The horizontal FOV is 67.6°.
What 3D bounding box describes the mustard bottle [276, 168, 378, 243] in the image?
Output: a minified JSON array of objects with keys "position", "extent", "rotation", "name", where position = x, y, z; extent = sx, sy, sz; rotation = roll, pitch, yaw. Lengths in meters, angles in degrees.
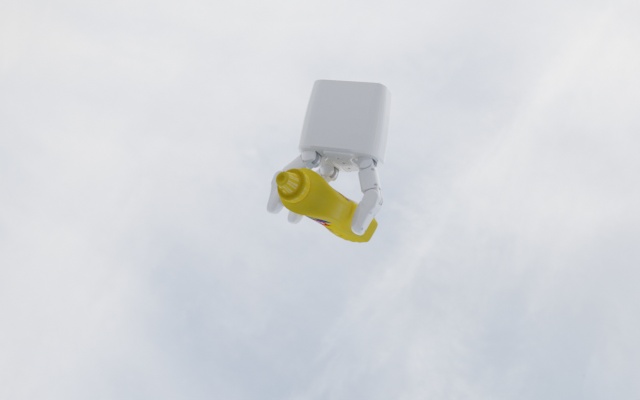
[{"position":[0.000,0.002,0.630],"extent":[0.096,0.058,0.192],"rotation":[29,-2,33],"name":"mustard bottle"}]
